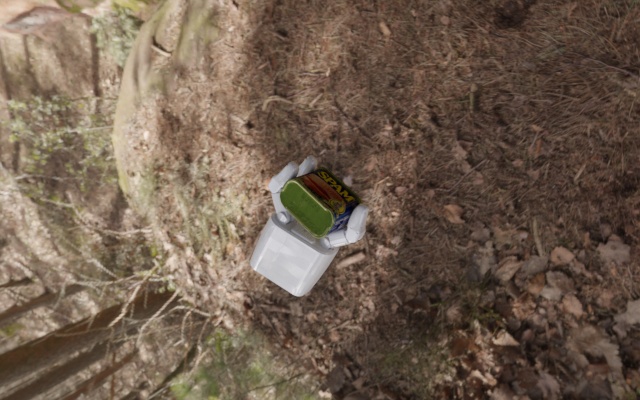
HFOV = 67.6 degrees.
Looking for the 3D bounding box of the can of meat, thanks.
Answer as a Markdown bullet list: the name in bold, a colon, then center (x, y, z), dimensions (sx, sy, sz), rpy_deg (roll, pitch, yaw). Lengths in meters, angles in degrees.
- **can of meat**: center (0.000, 0.002, 0.713), dimensions (0.102, 0.057, 0.084), rpy_deg (43, 33, 17)
